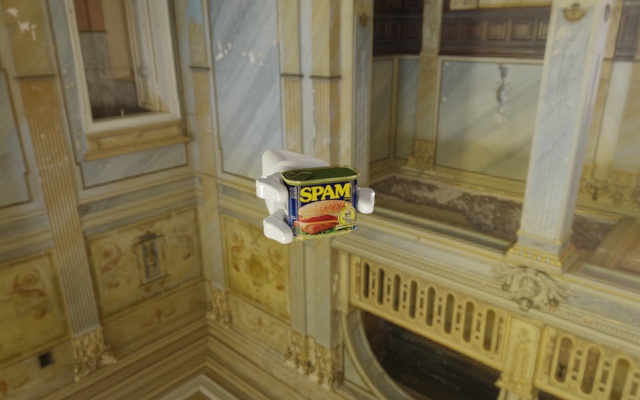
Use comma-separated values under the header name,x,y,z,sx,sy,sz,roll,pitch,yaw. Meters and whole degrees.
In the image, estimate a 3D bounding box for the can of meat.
name,x,y,z,sx,sy,sz,roll,pitch,yaw
can of meat,0.000,0.002,0.646,0.102,0.084,0.057,-7,21,-16
